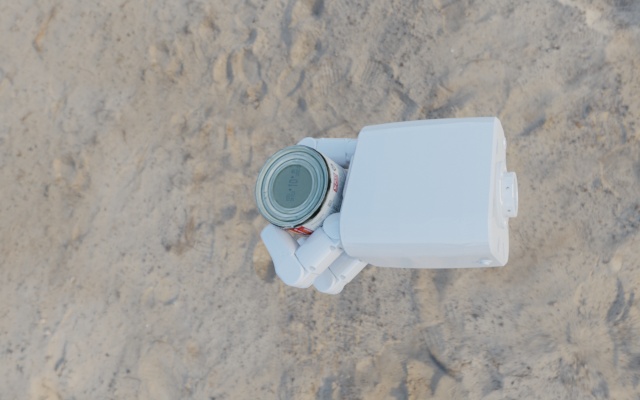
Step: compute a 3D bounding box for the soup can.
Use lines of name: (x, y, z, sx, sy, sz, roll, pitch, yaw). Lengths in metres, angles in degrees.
soup can: (-0.001, 0.001, 0.404, 0.068, 0.068, 0.102, 0, -15, 28)
